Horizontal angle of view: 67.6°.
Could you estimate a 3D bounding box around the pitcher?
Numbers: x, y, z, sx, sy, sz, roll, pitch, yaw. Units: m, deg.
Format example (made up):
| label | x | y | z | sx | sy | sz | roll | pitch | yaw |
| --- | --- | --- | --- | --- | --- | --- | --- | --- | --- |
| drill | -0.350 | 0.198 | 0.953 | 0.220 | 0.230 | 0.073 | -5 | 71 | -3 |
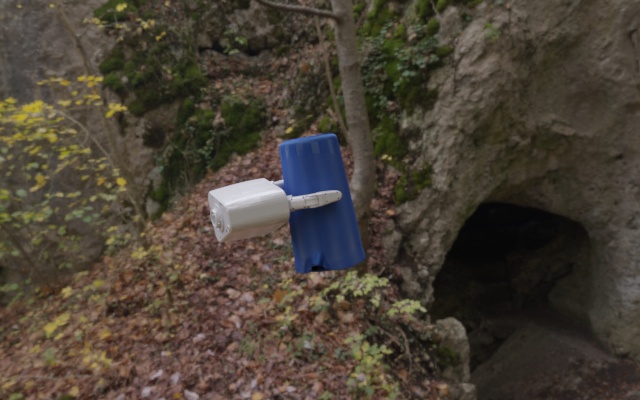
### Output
| label | x | y | z | sx | sy | sz | roll | pitch | yaw |
| --- | --- | --- | --- | --- | --- | --- | --- | --- | --- |
| pitcher | 0.000 | 0.003 | 0.885 | 0.145 | 0.243 | 0.149 | -13 | 7 | -26 |
